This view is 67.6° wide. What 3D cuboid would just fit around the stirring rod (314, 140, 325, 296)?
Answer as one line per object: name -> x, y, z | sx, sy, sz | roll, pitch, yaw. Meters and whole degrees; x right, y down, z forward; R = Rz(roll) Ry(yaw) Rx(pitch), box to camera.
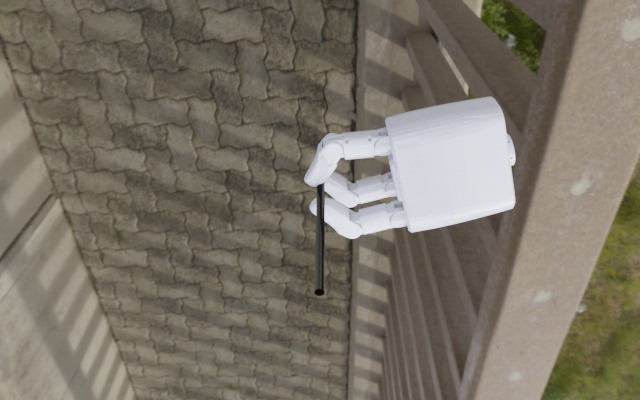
stirring rod -> 0.000, 0.001, 0.470 | 0.011, 0.011, 0.239 | 0, 36, 1
